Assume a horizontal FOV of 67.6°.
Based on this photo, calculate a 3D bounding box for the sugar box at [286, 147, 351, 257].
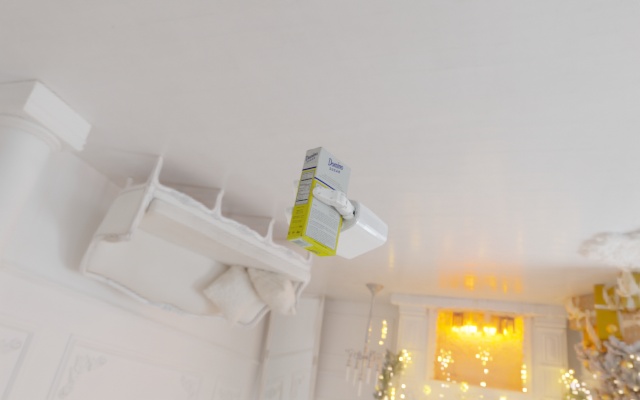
[{"bbox_3d":[0.000,0.003,0.859,0.048,0.176,0.093,-12,-33,40],"label":"sugar box"}]
